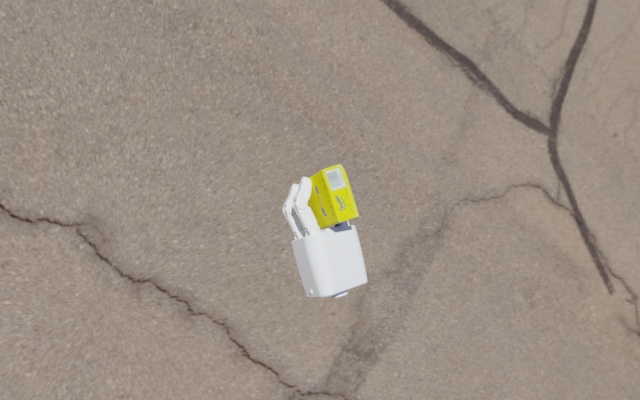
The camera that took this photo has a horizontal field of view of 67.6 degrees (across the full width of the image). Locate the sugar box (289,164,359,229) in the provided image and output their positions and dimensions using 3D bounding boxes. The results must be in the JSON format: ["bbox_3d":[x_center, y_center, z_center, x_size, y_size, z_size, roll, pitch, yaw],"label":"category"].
[{"bbox_3d":[0.000,0.003,0.852,0.048,0.093,0.176,-15,-4,-26],"label":"sugar box"}]
